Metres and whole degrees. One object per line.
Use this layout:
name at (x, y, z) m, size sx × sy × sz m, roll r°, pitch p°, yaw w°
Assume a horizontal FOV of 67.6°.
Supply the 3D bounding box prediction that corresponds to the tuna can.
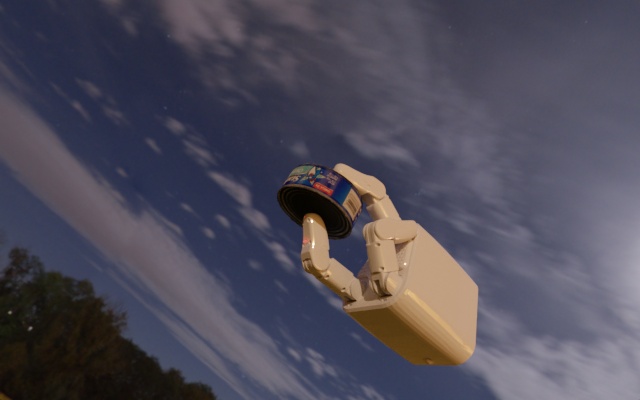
tuna can at (0.000, 0.001, 0.495) m, size 0.086 × 0.033 × 0.086 m, roll 23°, pitch -30°, yaw 14°
